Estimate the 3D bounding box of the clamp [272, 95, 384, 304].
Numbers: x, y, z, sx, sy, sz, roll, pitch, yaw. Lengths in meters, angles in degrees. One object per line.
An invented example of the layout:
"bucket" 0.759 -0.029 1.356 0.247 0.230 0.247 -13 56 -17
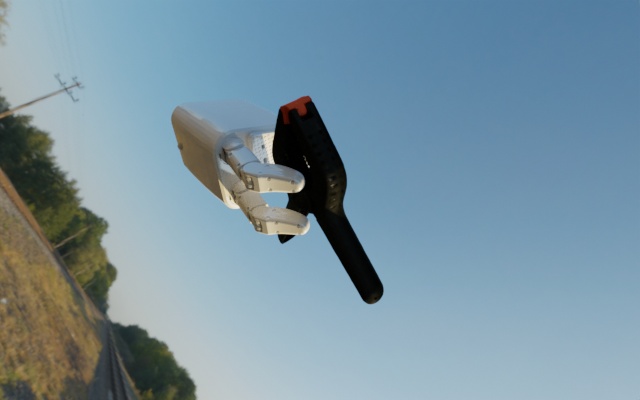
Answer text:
"clamp" 0.000 0.001 0.477 0.036 0.210 0.164 -32 46 -29
